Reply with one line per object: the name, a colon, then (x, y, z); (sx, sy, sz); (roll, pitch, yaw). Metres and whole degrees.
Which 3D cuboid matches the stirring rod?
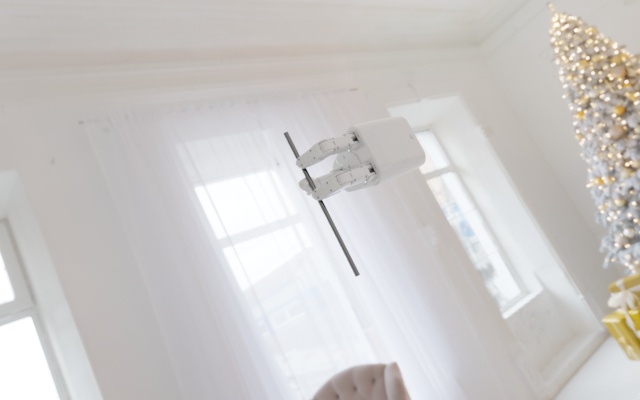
stirring rod: (0.000, 0.002, 0.703); (0.011, 0.239, 0.011); (-26, -11, -6)
